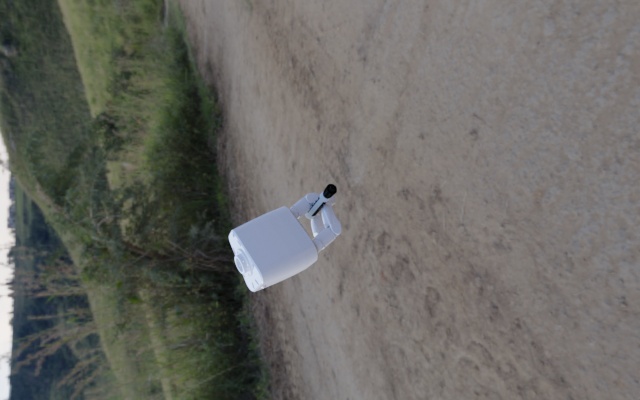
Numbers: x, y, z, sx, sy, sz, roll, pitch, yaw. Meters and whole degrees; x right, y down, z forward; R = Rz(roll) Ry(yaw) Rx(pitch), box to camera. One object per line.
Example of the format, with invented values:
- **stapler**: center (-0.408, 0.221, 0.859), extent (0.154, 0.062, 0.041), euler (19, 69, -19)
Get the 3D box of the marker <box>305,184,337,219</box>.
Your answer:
- **marker**: center (0.000, 0.003, 0.818), extent (0.020, 0.020, 0.121), euler (0, -23, -21)
